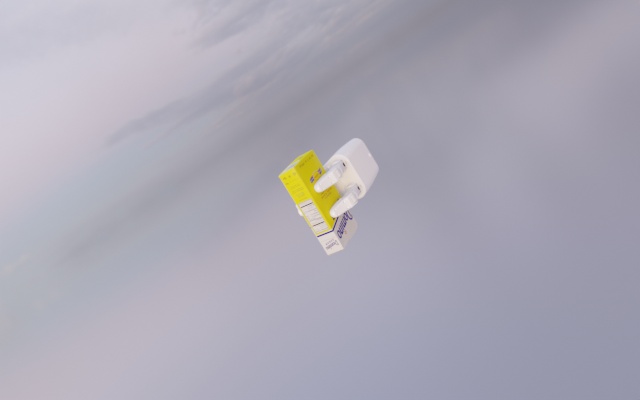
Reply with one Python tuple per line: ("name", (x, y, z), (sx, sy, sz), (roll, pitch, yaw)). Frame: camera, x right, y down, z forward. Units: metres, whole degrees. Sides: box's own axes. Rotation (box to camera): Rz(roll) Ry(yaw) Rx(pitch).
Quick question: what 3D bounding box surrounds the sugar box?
("sugar box", (0.001, 0.003, 0.883), (0.048, 0.176, 0.093), (-27, 14, 32))
